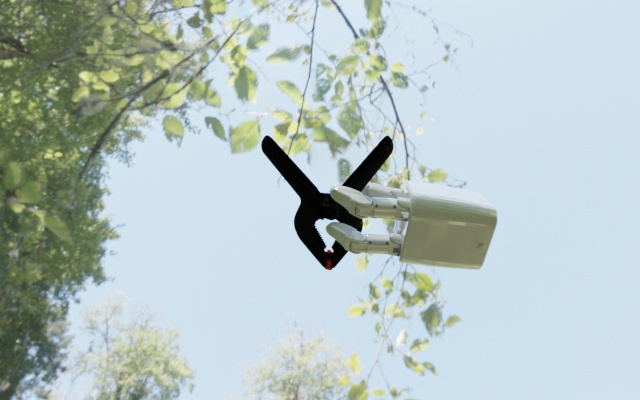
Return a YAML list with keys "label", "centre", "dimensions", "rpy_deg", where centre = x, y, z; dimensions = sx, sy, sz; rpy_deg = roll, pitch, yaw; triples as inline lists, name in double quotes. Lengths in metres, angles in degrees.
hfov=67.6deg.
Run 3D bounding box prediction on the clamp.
- label: "clamp"
  centre: [0.000, 0.002, 0.640]
  dimensions: [0.164, 0.210, 0.036]
  rpy_deg: [7, 32, 1]
